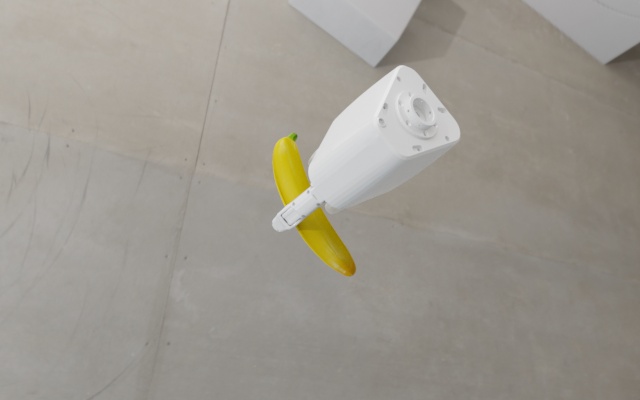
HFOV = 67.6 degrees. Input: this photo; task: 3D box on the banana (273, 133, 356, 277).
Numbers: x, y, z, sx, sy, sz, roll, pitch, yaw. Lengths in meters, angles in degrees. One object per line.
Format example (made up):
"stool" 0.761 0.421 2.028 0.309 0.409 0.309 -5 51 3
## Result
"banana" -0.014 0.000 0.562 0.069 0.197 0.037 -7 -20 -46
